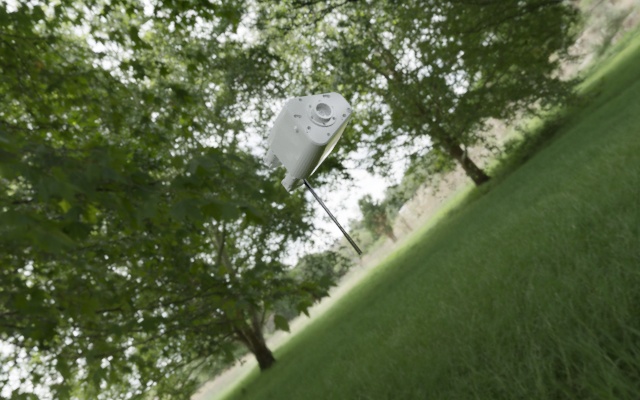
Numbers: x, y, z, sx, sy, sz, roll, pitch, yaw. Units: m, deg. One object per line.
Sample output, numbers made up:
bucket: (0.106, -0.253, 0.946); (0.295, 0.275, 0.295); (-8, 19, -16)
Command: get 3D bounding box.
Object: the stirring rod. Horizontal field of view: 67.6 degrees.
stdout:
stirring rod: (0.000, 0.003, 0.877); (0.011, 0.239, 0.011); (-37, -9, -7)
